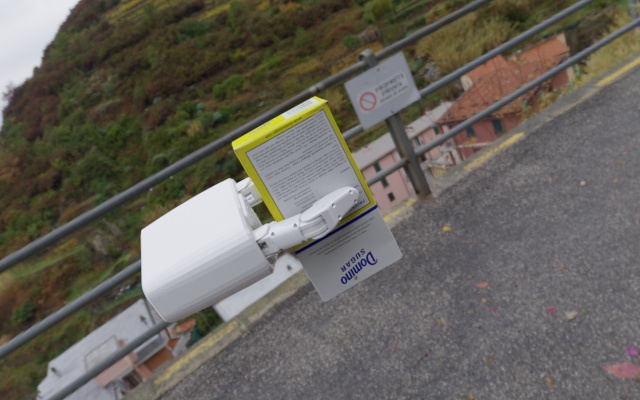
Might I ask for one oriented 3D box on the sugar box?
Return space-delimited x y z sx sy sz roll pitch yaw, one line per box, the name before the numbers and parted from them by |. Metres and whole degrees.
sugar box | 0.000 0.001 0.457 0.093 0.176 0.048 -29 23 -4
